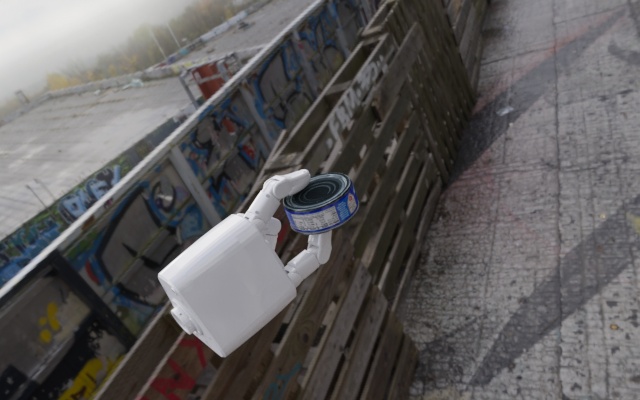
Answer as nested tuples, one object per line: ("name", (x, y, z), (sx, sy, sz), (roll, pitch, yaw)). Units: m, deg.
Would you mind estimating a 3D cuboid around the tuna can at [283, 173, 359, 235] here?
("tuna can", (0.000, 0.001, 0.559), (0.086, 0.034, 0.086), (-16, 27, 8))
